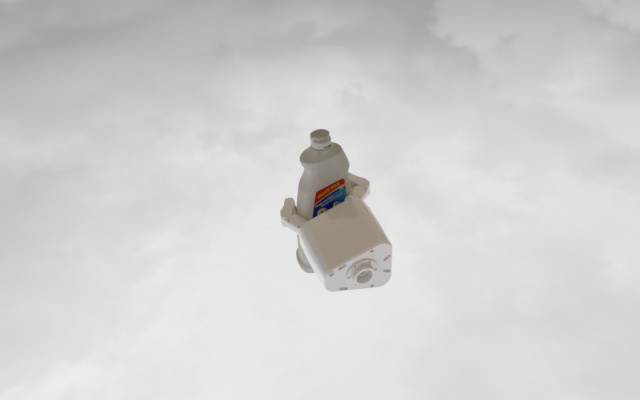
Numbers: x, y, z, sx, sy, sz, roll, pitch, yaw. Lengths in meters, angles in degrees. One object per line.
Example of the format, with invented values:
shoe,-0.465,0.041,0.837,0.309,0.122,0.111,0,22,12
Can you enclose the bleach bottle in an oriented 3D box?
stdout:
bleach bottle,0.000,0.003,0.772,0.102,0.251,0.068,-15,40,-12
